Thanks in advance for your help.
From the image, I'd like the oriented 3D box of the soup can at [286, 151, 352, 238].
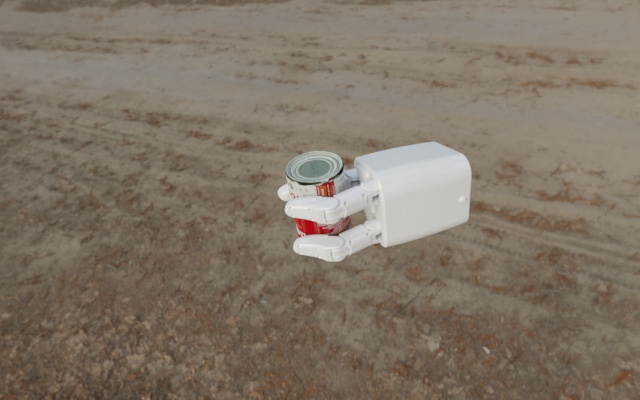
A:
[{"bbox_3d":[0.000,0.002,0.559,0.068,0.102,0.068,-6,37,4],"label":"soup can"}]
